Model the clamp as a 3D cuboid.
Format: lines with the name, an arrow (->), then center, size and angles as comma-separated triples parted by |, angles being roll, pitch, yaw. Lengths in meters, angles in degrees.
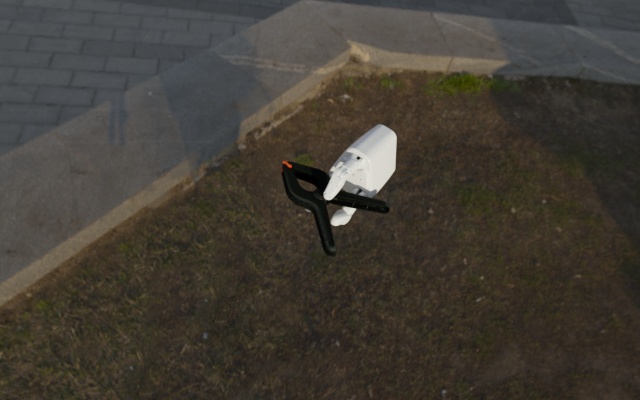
clamp -> 0.000, 0.002, 0.857 | 0.210, 0.036, 0.164 | 34, 50, 16
